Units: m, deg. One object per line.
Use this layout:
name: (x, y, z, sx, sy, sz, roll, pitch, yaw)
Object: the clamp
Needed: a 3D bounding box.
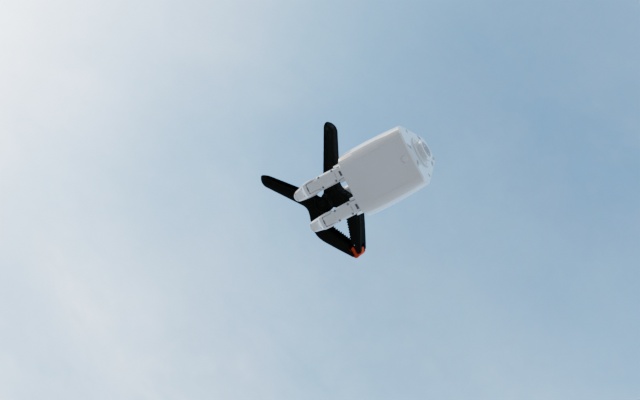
clamp: (0.001, 0.003, 0.771, 0.164, 0.210, 0.036, -28, -3, 30)
